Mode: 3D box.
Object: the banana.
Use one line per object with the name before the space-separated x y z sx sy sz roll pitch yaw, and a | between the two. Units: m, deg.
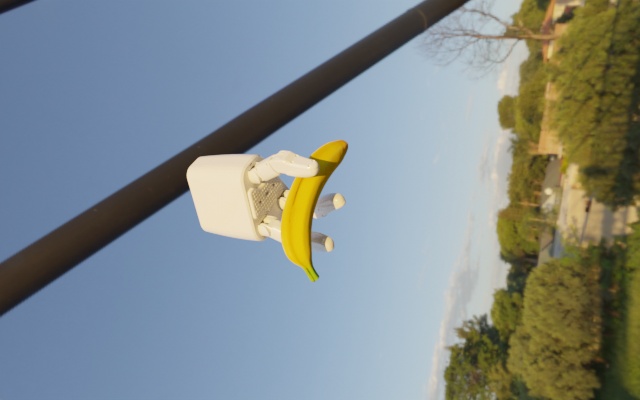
banana | -0.011 -0.003 0.603 0.037 0.197 0.070 -1 -25 37
